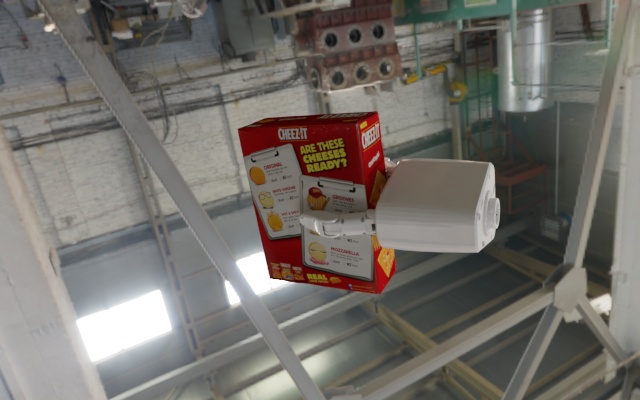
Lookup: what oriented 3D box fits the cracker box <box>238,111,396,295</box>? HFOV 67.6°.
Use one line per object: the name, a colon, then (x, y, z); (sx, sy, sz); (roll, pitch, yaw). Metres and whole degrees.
cracker box: (0.000, 0.002, 0.601); (0.164, 0.214, 0.072); (2, 23, 29)
